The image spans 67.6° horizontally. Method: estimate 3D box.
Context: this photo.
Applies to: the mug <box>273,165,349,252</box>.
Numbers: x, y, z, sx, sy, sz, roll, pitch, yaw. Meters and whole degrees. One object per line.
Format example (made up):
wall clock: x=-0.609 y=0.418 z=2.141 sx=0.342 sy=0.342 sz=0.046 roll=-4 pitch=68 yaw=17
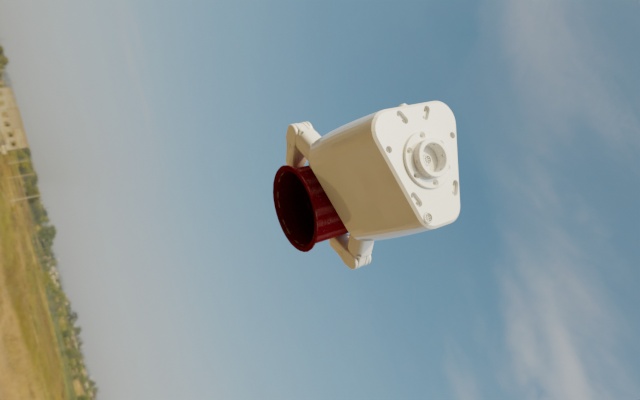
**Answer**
mug: x=0.000 y=0.002 z=0.527 sx=0.081 sy=0.093 sz=0.117 roll=-15 pitch=-2 yaw=-29
